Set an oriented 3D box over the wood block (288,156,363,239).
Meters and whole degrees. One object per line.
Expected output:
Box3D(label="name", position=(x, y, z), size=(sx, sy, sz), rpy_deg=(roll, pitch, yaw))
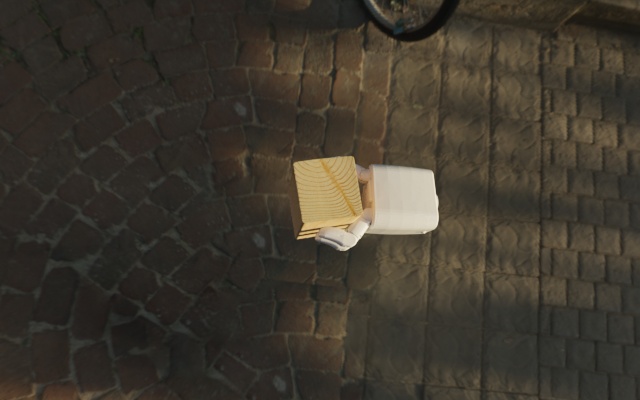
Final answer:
Box3D(label="wood block", position=(0.000, 0.002, 0.773), size=(0.090, 0.091, 0.206), rpy_deg=(-7, -10, -7))
